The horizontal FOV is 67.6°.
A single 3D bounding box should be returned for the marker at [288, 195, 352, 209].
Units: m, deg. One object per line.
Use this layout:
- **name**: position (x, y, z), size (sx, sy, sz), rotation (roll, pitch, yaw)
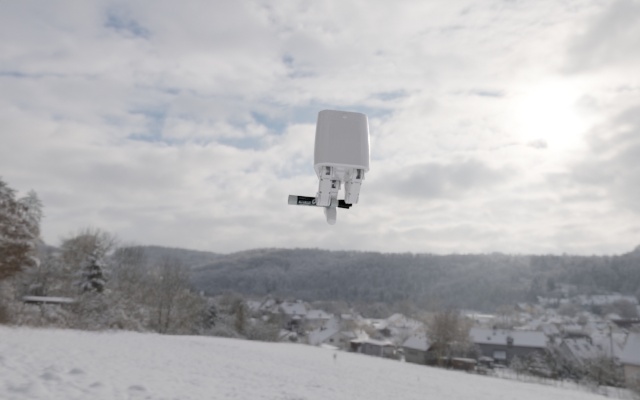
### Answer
- **marker**: position (0.000, 0.003, 0.888), size (0.121, 0.020, 0.020), rotation (4, -1, -10)
